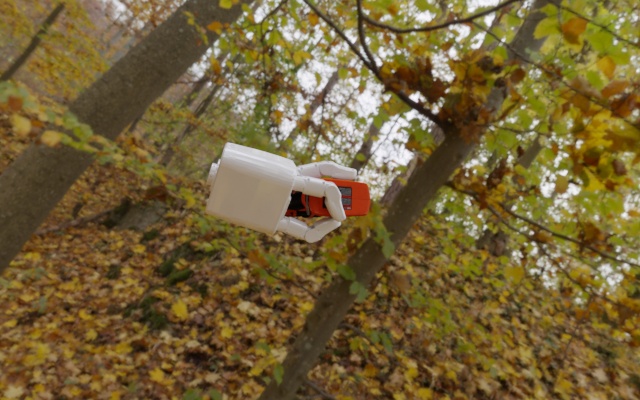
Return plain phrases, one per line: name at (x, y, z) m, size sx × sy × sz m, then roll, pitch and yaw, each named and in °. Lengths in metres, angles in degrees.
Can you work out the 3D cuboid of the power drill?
power drill at (0.000, 0.003, 0.801) m, size 0.184 × 0.057 × 0.187 m, roll 1°, pitch -5°, yaw -30°
